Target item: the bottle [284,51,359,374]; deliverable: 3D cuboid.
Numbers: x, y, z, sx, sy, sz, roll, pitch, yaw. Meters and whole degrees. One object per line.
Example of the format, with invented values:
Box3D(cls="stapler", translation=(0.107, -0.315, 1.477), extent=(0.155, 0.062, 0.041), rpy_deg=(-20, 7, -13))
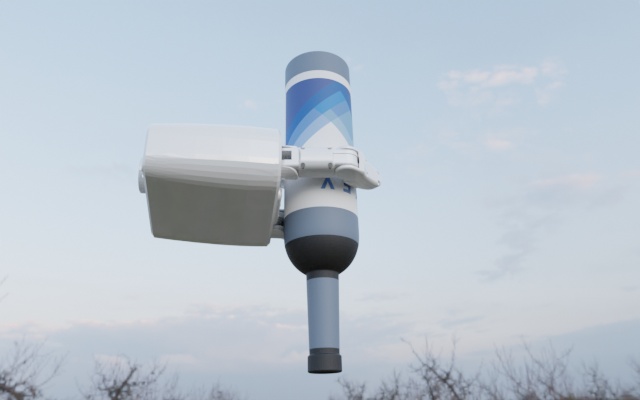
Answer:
Box3D(cls="bottle", translation=(0.000, 0.001, 0.436), extent=(0.069, 0.295, 0.069), rpy_deg=(-1, -24, -1))
